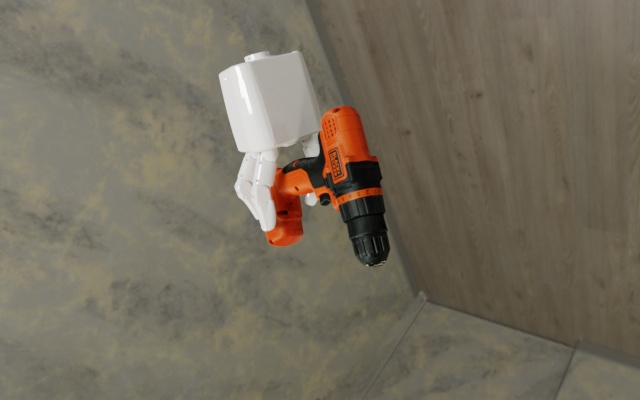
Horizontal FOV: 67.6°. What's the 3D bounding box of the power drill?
[{"bbox_3d":[0.000,0.002,0.585,0.057,0.184,0.188,-2,-14,-41],"label":"power drill"}]
